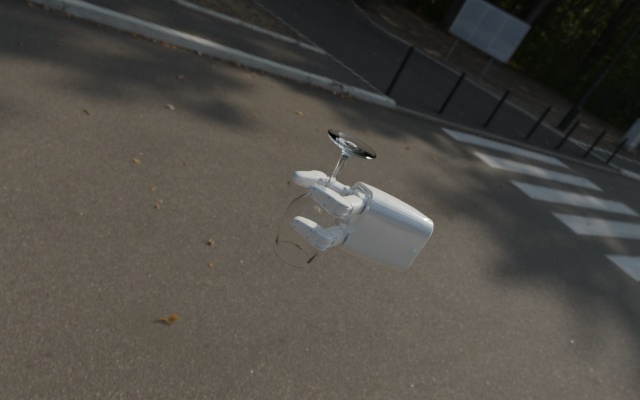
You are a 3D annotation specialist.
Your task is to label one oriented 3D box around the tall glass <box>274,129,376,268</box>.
[{"bbox_3d":[0.000,0.002,0.685,0.079,0.201,0.079,23,25,-12],"label":"tall glass"}]
